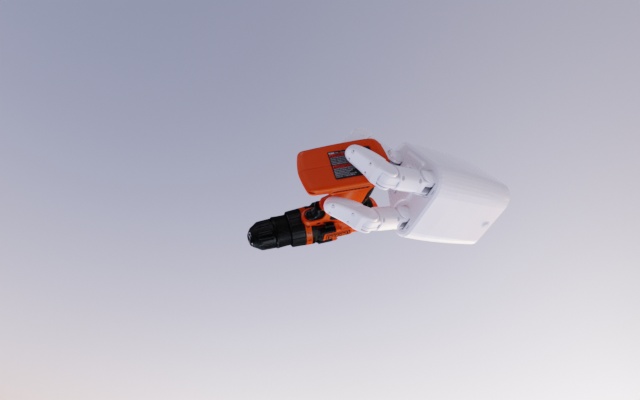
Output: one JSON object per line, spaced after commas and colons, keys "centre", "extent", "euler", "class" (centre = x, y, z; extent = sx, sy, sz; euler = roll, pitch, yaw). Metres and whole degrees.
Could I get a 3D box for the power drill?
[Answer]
{"centre": [0.000, 0.002, 0.592], "extent": [0.184, 0.057, 0.188], "euler": [-13, -21, -14], "class": "power drill"}
